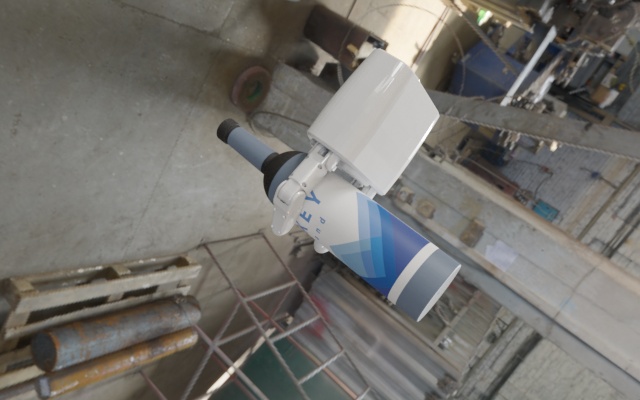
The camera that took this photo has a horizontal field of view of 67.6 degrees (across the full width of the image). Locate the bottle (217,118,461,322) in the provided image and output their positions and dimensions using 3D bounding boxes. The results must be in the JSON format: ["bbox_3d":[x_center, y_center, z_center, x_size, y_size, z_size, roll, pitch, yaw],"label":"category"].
[{"bbox_3d":[0.000,0.002,0.489,0.295,0.069,0.069,38,16,22],"label":"bottle"}]
